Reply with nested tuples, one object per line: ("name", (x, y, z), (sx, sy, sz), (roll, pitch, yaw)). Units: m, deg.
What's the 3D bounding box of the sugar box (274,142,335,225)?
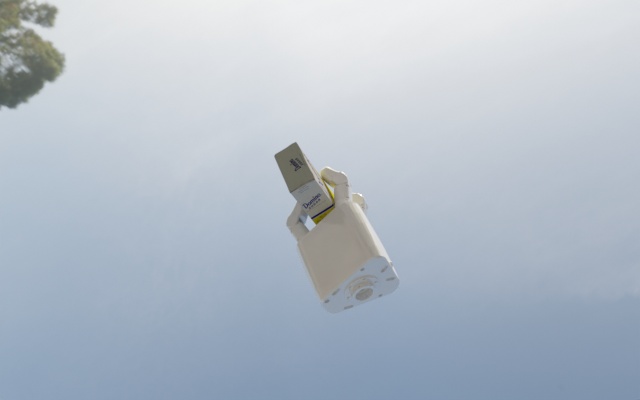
("sugar box", (0.001, 0.002, 0.718), (0.048, 0.093, 0.176), (-30, -45, 4))
